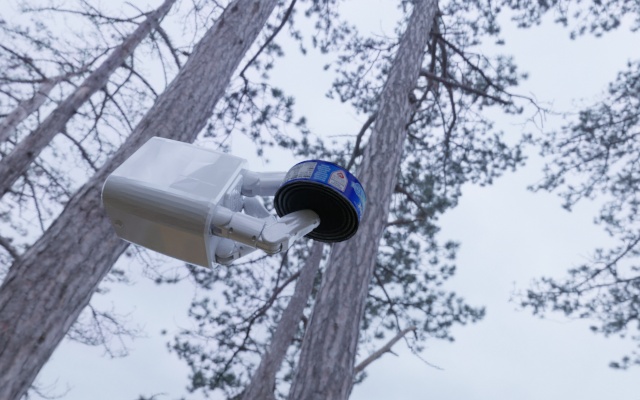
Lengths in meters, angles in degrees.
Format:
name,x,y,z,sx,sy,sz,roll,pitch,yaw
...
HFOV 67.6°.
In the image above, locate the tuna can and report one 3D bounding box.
name,x,y,z,sx,sy,sz,roll,pitch,yaw
tuna can,0.000,0.001,0.464,0.086,0.033,0.086,14,-40,12
